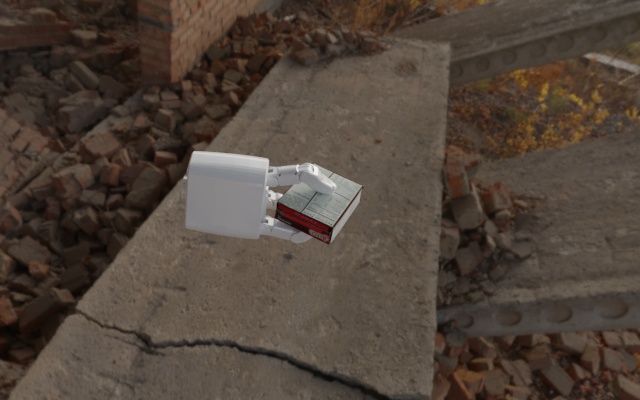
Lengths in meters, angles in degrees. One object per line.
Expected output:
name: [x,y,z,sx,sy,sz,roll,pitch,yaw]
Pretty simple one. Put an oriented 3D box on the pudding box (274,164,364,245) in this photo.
pudding box: [0.000,0.002,0.689,0.090,0.039,0.113,26,45,13]
